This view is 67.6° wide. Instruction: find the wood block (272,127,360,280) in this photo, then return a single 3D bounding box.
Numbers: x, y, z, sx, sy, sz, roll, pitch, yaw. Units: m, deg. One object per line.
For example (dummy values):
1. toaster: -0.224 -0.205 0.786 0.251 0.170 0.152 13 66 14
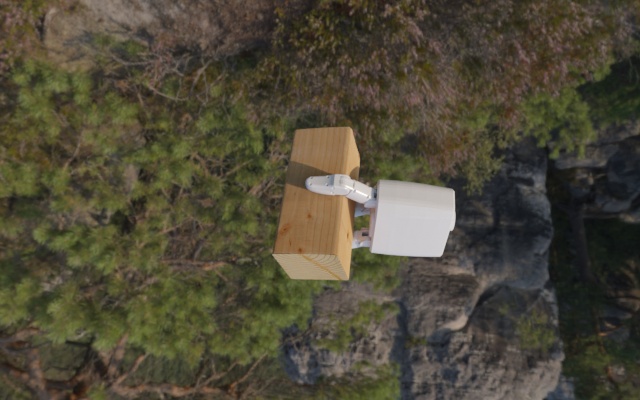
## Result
1. wood block: 0.000 0.002 0.698 0.090 0.206 0.091 -1 -30 15
